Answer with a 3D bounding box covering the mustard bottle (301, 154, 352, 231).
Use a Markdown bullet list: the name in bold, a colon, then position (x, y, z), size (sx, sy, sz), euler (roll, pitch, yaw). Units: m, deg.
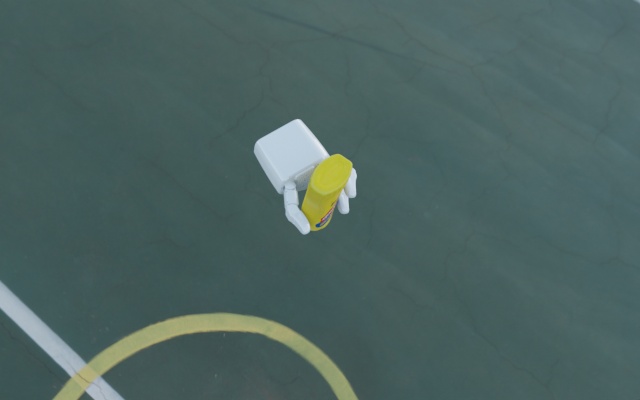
- **mustard bottle**: position (0.000, 0.003, 0.886), size (0.058, 0.096, 0.192), euler (33, -33, 8)
